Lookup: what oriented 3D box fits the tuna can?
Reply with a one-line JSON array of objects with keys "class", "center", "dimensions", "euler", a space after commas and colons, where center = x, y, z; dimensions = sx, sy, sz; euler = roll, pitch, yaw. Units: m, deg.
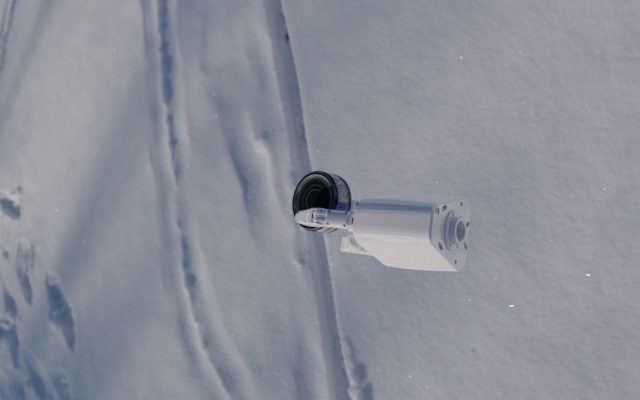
[{"class": "tuna can", "center": [0.000, 0.002, 0.669], "dimensions": [0.086, 0.086, 0.034], "euler": [0, -8, 43]}]
